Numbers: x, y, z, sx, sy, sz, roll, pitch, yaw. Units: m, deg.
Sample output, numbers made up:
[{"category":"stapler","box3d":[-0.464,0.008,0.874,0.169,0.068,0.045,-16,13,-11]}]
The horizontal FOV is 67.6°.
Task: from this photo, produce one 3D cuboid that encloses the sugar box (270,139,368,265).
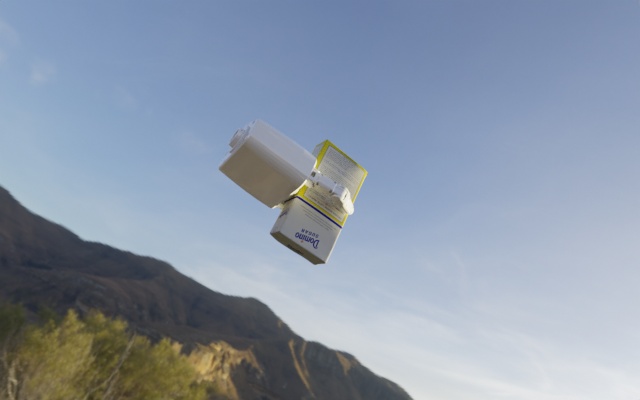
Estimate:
[{"category":"sugar box","box3d":[0.000,0.002,0.750,0.093,0.176,0.048,36,-24,-19]}]
